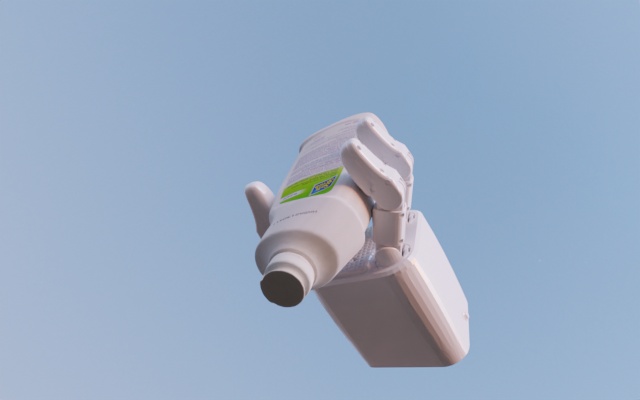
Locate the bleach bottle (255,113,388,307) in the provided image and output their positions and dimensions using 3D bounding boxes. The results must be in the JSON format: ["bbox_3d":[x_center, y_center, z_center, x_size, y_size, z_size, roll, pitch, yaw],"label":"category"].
[{"bbox_3d":[0.000,0.001,0.401,0.102,0.068,0.250,-24,18,25],"label":"bleach bottle"}]
